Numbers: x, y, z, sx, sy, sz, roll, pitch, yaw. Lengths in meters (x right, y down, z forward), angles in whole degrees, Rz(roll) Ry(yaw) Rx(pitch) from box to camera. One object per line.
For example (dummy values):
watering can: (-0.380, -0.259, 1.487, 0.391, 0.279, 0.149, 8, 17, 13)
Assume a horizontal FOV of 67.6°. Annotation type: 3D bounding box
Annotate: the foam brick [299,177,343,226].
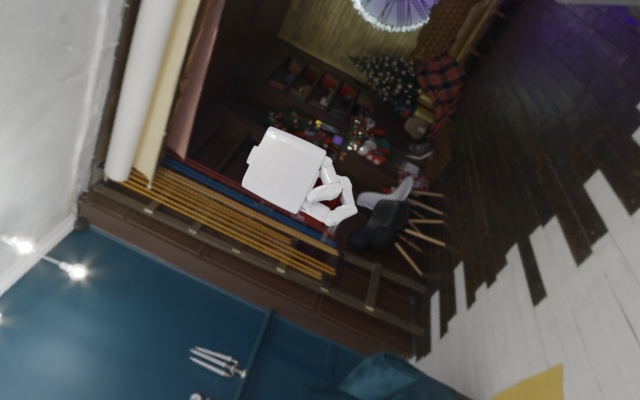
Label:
foam brick: (0.000, 0.003, 0.860, 0.051, 0.053, 0.078, 25, -25, -4)
